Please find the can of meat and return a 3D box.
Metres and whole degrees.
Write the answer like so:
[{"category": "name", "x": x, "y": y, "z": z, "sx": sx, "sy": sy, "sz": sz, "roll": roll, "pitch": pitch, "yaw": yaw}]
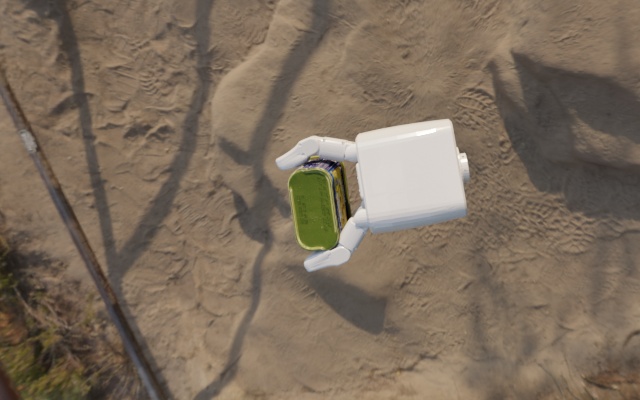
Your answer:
[{"category": "can of meat", "x": 0.000, "y": 0.002, "z": 0.572, "sx": 0.057, "sy": 0.102, "sz": 0.084, "roll": -6, "pitch": 13, "yaw": 13}]
